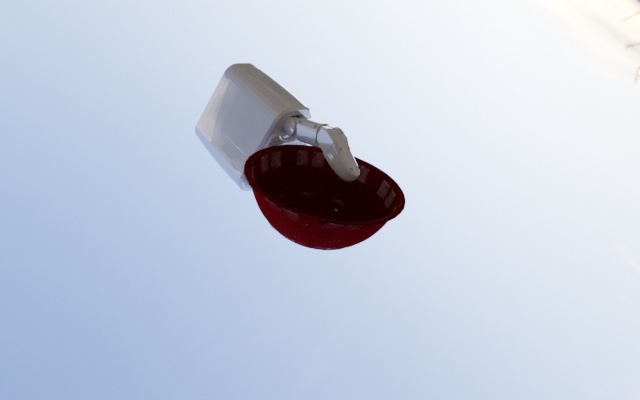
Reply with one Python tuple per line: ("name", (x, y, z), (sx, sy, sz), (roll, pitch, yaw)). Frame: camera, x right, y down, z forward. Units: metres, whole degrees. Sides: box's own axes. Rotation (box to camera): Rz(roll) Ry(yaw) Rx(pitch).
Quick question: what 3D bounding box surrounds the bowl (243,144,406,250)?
("bowl", (0.001, 0.003, 0.479), (0.162, 0.055, 0.162), (11, 28, -6))
